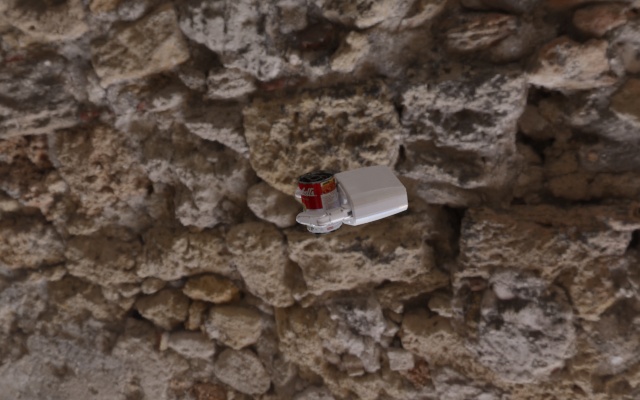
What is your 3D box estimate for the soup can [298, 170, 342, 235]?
[{"bbox_3d":[0.000,0.003,0.874,0.068,0.102,0.068,-9,20,3],"label":"soup can"}]
